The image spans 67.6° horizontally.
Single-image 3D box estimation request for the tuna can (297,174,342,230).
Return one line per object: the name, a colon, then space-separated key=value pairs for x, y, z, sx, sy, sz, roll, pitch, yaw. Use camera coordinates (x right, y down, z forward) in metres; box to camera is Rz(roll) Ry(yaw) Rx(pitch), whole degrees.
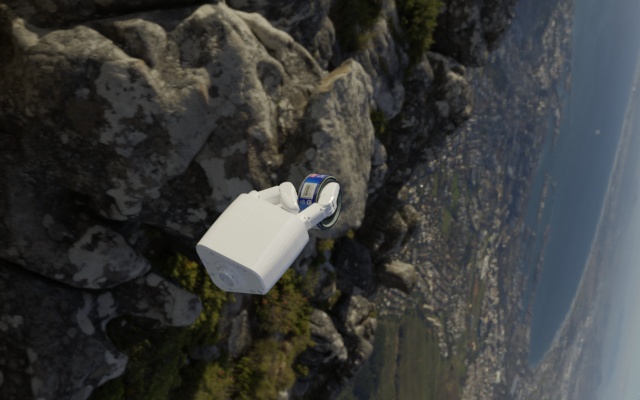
tuna can: x=0.001 y=0.002 z=0.740 sx=0.034 sy=0.086 sz=0.086 roll=6 pitch=3 yaw=30
